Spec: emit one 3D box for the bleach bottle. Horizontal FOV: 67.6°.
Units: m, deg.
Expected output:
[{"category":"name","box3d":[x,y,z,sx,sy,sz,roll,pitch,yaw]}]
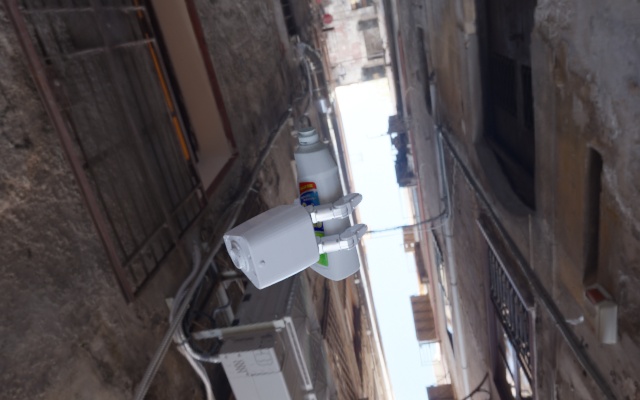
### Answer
[{"category":"bleach bottle","box3d":[0.000,0.003,0.779,0.068,0.251,0.102,-25,26,-26]}]
